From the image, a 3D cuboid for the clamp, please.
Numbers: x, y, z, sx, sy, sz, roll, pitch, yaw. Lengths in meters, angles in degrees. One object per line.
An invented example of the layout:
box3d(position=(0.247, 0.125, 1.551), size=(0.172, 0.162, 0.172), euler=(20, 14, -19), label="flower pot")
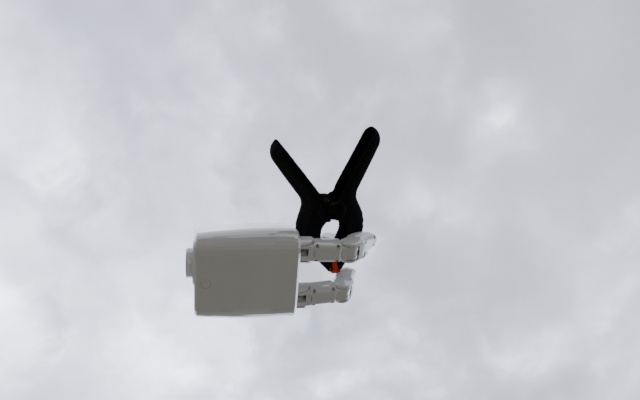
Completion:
box3d(position=(0.000, 0.002, 0.527), size=(0.120, 0.171, 0.039), euler=(1, 19, -14), label="clamp")
